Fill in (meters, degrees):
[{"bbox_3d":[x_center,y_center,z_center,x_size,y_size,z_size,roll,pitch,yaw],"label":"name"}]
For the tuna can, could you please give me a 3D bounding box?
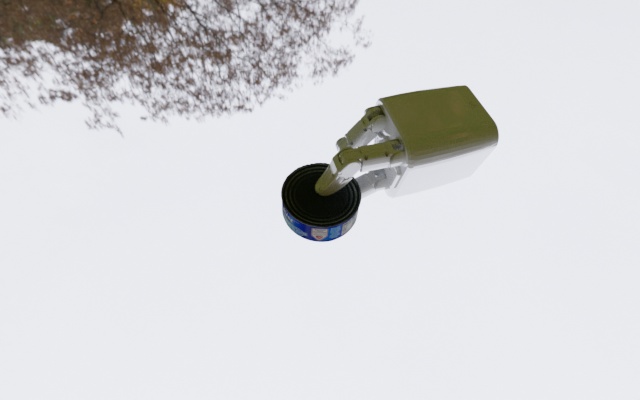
[{"bbox_3d":[0.000,0.002,0.520,0.086,0.086,0.034,0,-36,-4],"label":"tuna can"}]
